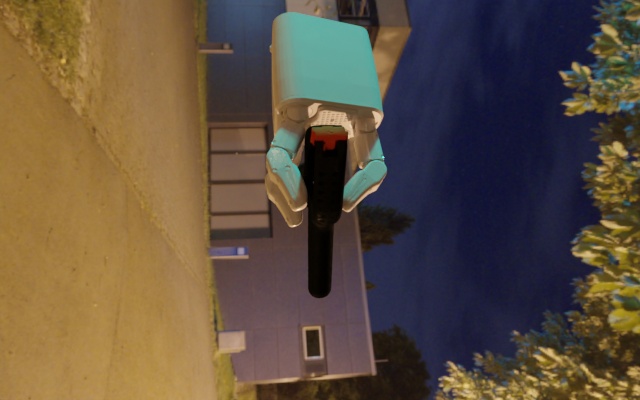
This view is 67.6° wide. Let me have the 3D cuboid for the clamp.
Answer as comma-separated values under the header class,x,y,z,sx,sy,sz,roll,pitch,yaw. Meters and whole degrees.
class,x,y,z,sx,sy,sz,roll,pitch,yaw
clamp,0.001,0.001,0.465,0.036,0.164,0.210,-4,-19,-7
